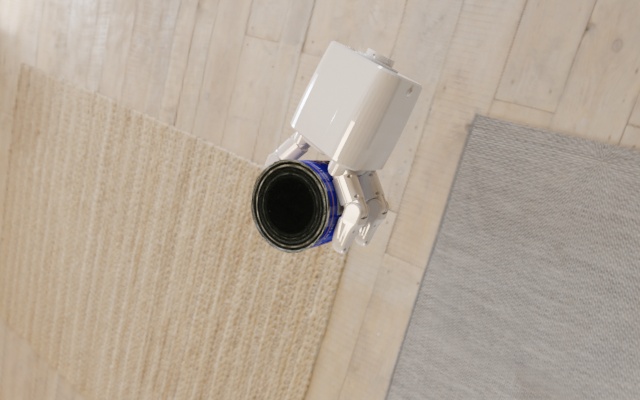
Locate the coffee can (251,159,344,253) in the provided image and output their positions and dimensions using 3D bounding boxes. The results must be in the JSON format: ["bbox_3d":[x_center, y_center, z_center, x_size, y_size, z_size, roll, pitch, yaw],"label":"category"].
[{"bbox_3d":[0.000,0.002,0.574,0.103,0.103,0.140,0,4,30],"label":"coffee can"}]
